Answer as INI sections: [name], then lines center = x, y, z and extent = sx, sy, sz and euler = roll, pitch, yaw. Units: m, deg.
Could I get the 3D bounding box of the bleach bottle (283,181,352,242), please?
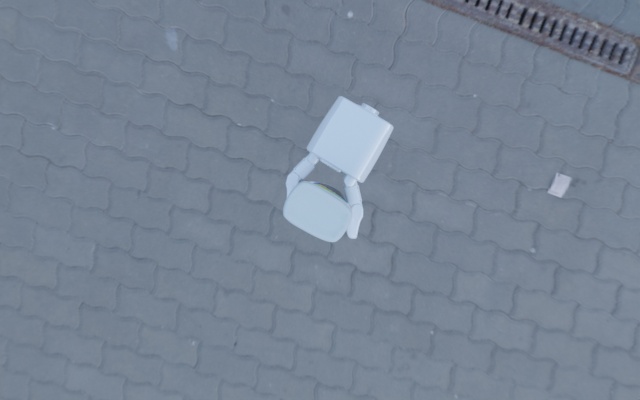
[bleach bottle]
center = 0.000, 0.003, 0.812
extent = 0.102, 0.068, 0.251
euler = 30, 7, -3
